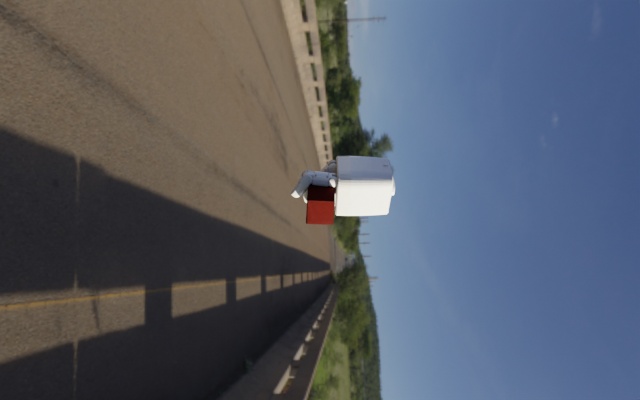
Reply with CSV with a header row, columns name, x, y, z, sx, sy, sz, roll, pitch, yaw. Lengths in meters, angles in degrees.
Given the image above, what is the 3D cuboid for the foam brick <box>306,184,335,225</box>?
name,x,y,z,sx,sy,sz,roll,pitch,yaw
foam brick,0.000,0.003,0.899,0.051,0.053,0.078,4,32,-2
